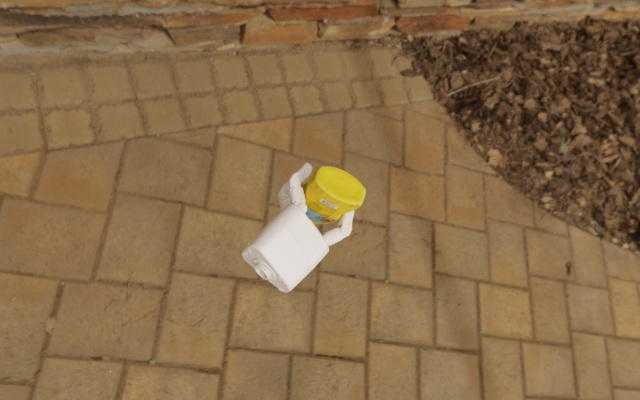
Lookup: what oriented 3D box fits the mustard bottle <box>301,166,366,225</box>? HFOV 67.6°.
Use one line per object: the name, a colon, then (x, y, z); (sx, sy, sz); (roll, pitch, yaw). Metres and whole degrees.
mustard bottle: (0.000, 0.003, 0.882); (0.096, 0.058, 0.192); (26, -26, -13)
